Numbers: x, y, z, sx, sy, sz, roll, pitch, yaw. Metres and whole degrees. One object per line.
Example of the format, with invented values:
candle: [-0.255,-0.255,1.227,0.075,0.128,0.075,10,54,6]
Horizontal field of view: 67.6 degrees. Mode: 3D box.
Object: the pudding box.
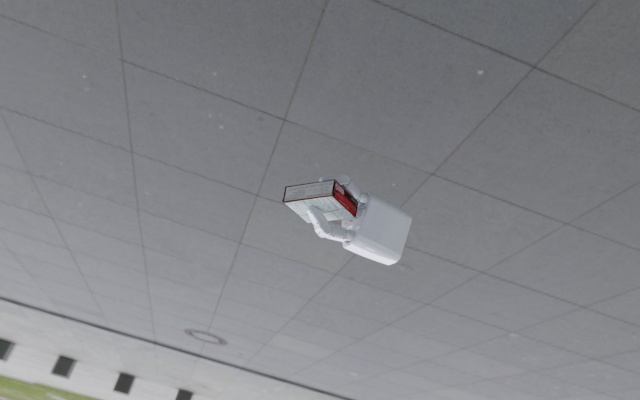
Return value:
pudding box: [0.000,0.003,0.885,0.113,0.039,0.090,-9,-34,31]
